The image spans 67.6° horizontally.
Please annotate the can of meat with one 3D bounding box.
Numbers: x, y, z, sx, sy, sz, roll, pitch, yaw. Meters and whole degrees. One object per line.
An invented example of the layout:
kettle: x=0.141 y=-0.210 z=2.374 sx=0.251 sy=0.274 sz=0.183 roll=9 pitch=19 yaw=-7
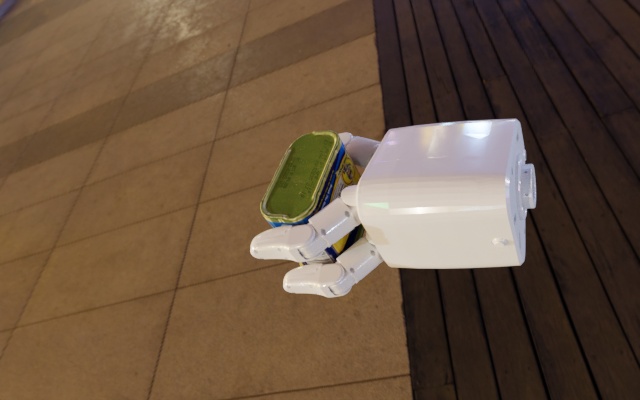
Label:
can of meat: x=0.000 y=0.001 z=0.422 sx=0.057 sy=0.102 sz=0.084 roll=0 pitch=-37 yaw=31
